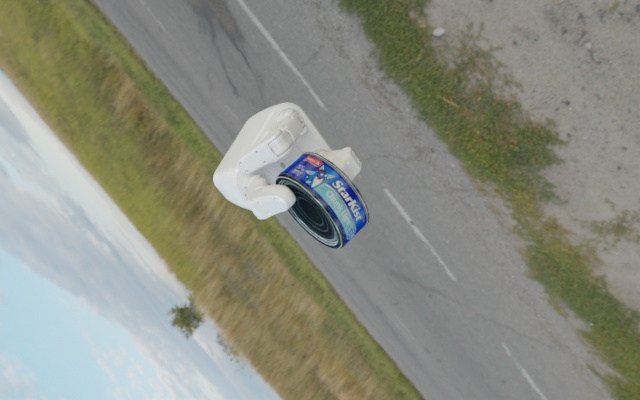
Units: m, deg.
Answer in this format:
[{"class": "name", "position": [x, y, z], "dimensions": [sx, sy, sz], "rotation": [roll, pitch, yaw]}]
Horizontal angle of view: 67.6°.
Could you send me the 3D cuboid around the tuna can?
[{"class": "tuna can", "position": [0.000, 0.002, 0.418], "dimensions": [0.033, 0.086, 0.086], "rotation": [-42, 17, -20]}]
